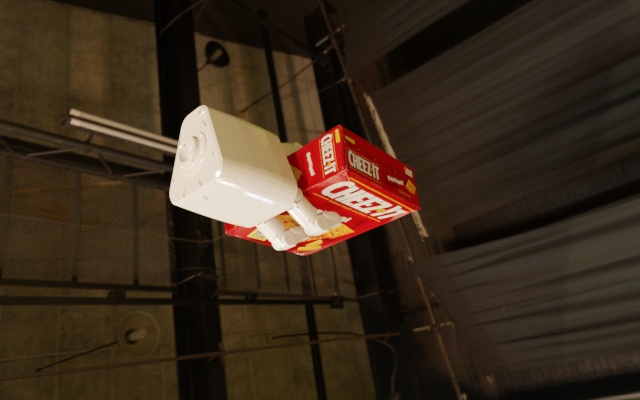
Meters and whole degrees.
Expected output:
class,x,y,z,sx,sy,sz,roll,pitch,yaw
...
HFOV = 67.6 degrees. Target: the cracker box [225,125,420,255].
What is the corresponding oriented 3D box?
class,x,y,z,sx,sy,sz,roll,pitch,yaw
cracker box,0.000,0.002,0.647,0.214,0.072,0.164,-26,-32,35
